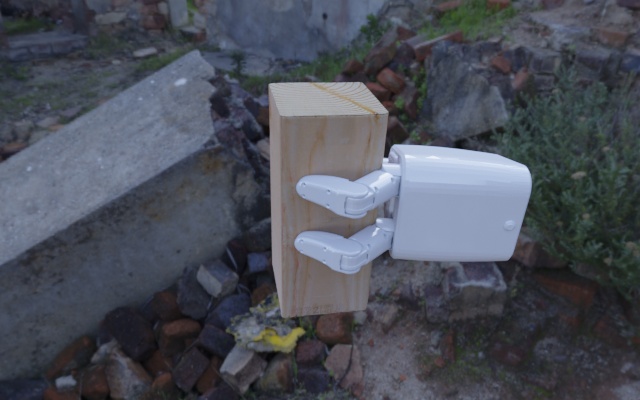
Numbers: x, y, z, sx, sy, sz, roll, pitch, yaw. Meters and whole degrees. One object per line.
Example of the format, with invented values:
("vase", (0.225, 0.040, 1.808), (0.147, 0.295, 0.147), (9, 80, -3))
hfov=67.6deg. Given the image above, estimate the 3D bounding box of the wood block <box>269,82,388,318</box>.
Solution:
("wood block", (0.000, 0.001, 0.456), (0.090, 0.206, 0.090), (-3, 30, -10))
